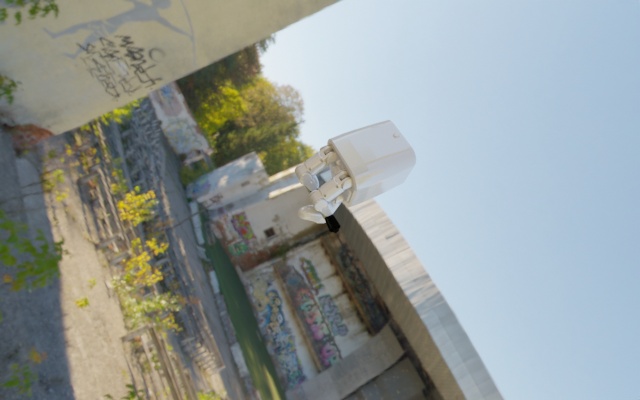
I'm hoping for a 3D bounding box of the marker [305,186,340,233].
[{"bbox_3d":[0.000,0.003,0.767,0.020,0.121,0.020,-20,-33,-14],"label":"marker"}]
